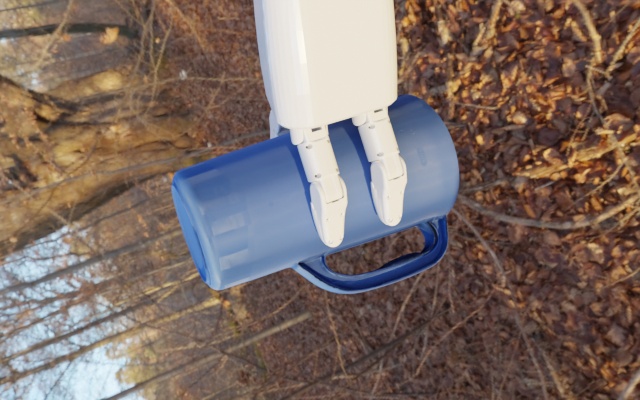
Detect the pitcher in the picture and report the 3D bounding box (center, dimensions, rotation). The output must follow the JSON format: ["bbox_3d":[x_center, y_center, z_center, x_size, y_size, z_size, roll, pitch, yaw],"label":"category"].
[{"bbox_3d":[0.000,0.001,0.443,0.243,0.145,0.149,-19,35,-21],"label":"pitcher"}]
